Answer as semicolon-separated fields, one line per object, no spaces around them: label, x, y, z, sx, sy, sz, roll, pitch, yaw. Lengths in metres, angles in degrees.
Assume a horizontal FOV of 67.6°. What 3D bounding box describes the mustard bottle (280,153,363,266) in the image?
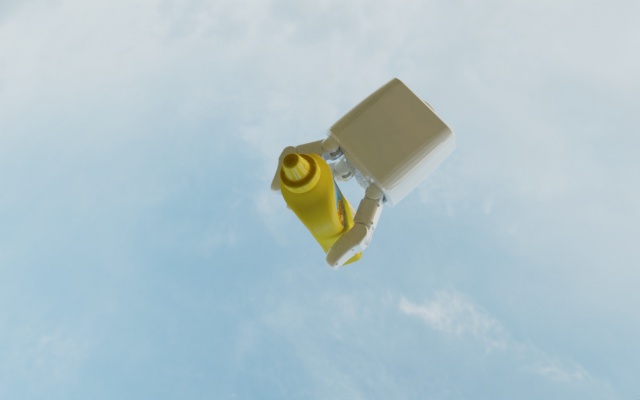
mustard bottle;0.000;0.002;0.545;0.058;0.096;0.192;-19;-30;9
